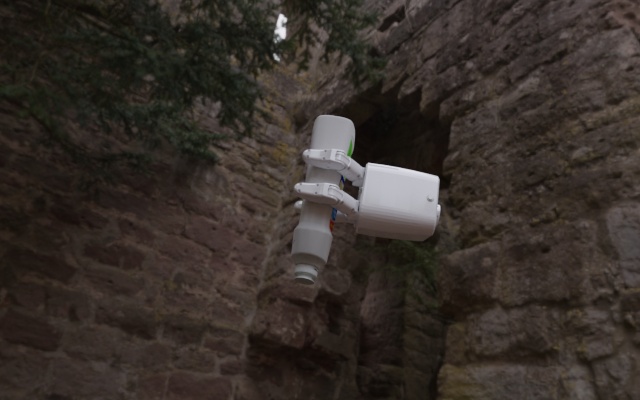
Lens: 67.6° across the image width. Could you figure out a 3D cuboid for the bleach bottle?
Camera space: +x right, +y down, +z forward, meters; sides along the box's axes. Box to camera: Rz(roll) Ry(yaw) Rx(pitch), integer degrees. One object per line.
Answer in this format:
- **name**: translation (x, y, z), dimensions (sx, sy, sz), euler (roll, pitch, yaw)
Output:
- **bleach bottle**: translation (0.000, 0.002, 0.701), dimensions (0.068, 0.250, 0.103), euler (9, -27, 4)
